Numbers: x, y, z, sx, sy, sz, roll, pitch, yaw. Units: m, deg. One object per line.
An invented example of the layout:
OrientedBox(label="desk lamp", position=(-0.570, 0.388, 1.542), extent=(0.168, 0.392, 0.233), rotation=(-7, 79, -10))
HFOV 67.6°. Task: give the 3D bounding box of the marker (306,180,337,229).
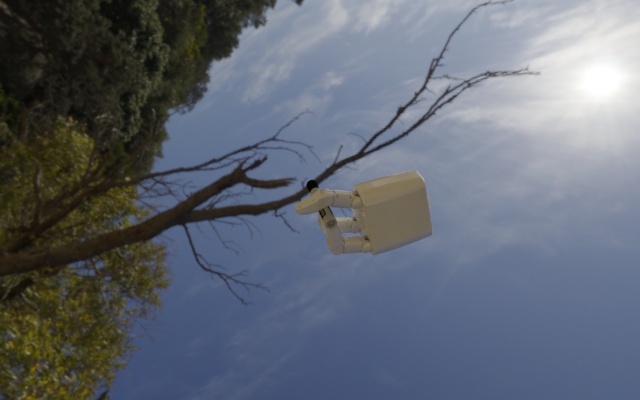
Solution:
OrientedBox(label="marker", position=(0.000, 0.003, 0.753), extent=(0.020, 0.020, 0.121), rotation=(0, 33, -19))
